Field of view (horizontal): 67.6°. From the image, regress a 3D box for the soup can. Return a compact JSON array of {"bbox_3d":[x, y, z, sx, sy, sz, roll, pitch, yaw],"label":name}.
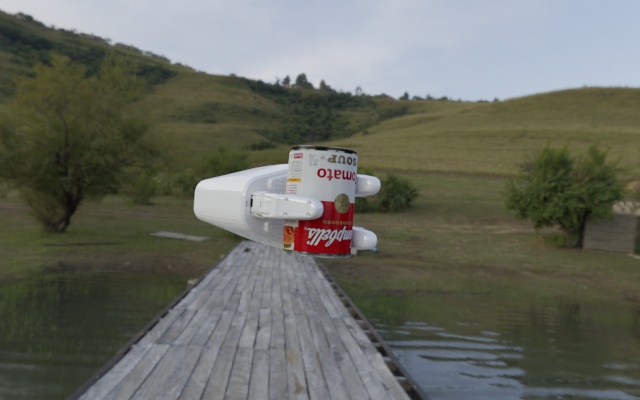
[{"bbox_3d":[0.000,0.001,0.466,0.068,0.102,0.068,4,-1,0],"label":"soup can"}]
